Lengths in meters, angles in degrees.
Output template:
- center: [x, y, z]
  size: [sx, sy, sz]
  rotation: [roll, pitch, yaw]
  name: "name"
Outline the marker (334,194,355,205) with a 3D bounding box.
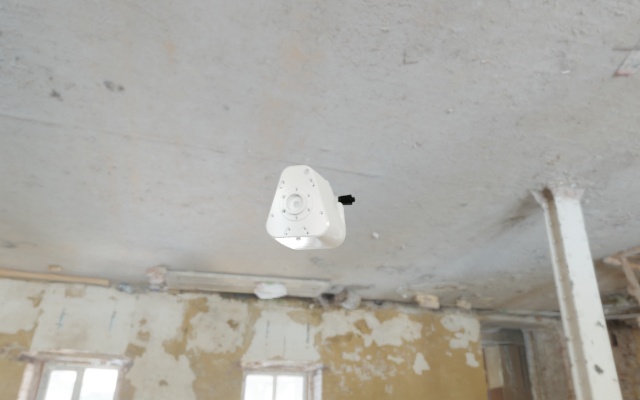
- center: [0.000, 0.003, 0.831]
  size: [0.121, 0.020, 0.020]
  rotation: [-4, -1, 13]
  name: "marker"
